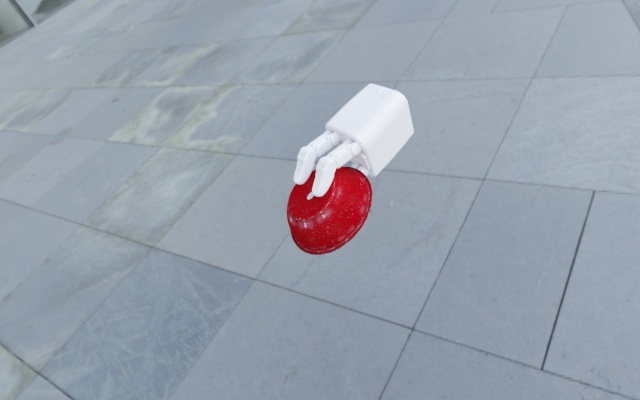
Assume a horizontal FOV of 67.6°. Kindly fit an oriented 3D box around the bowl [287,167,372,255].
[{"bbox_3d":[-0.001,0.003,0.760,0.162,0.162,0.055,0,-28,41],"label":"bowl"}]
